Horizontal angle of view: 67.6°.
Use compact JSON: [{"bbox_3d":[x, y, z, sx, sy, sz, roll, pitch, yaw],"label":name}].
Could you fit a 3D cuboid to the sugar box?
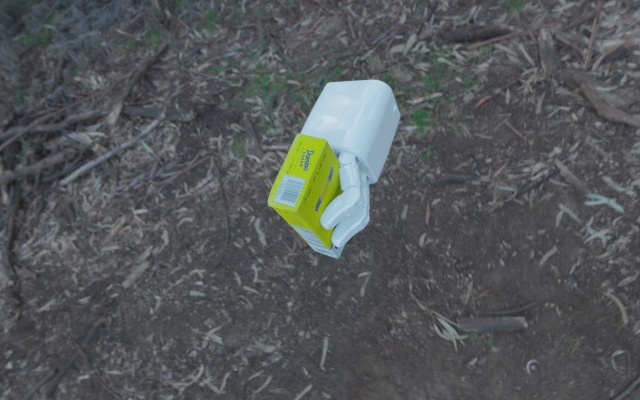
[{"bbox_3d":[0.001,0.002,0.601,0.048,0.093,0.176,15,-17,27],"label":"sugar box"}]
